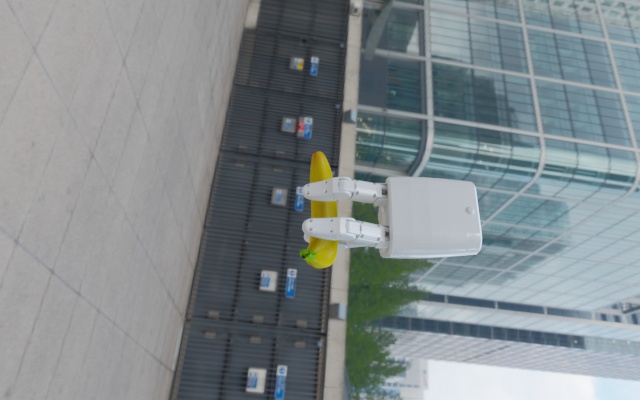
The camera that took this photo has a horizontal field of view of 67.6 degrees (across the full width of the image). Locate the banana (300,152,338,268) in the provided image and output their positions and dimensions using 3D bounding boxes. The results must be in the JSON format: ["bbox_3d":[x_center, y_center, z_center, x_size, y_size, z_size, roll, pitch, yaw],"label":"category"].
[{"bbox_3d":[0.003,0.018,0.607,0.037,0.070,0.197,-5,40,7],"label":"banana"}]
